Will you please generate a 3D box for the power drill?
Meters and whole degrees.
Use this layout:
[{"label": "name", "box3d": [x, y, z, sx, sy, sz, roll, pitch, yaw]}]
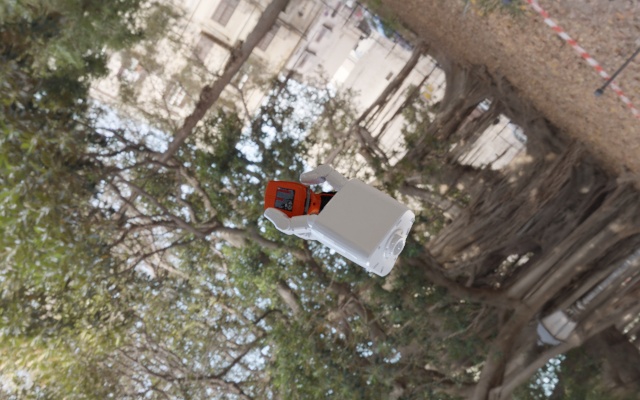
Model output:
[{"label": "power drill", "box3d": [0.000, 0.003, 0.830, 0.187, 0.057, 0.184, 5, 2, -38]}]
